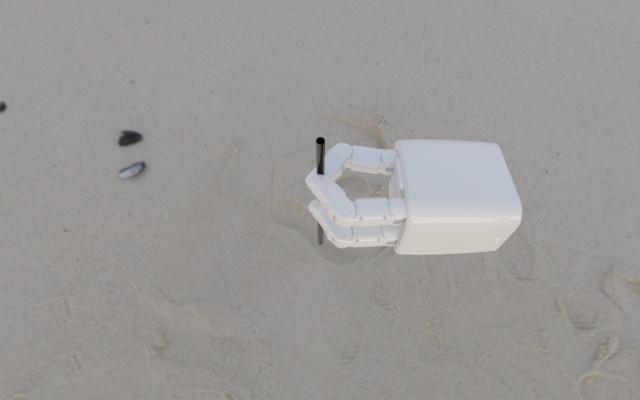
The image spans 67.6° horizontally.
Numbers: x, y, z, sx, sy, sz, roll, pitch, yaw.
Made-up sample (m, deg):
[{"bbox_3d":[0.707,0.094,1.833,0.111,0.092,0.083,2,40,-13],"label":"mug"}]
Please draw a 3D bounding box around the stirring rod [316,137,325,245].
[{"bbox_3d":[0.000,0.002,0.519,0.011,0.011,0.240,0,-26,0],"label":"stirring rod"}]
